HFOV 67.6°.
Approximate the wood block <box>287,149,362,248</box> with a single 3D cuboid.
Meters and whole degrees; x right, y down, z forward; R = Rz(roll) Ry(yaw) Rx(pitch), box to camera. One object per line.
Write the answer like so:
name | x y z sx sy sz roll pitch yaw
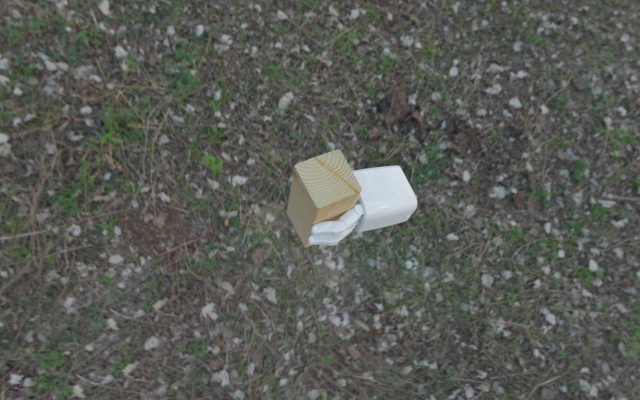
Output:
wood block | 0.000 0.002 0.899 0.090 0.090 0.206 -22 -19 -17
